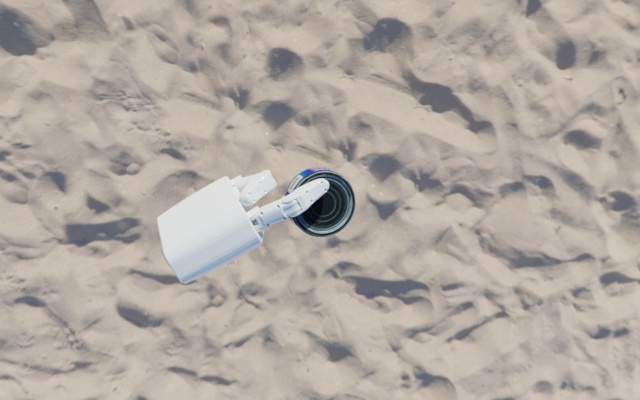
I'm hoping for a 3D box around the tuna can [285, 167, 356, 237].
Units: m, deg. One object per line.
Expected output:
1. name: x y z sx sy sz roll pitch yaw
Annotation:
1. tuna can: 0.000 0.002 0.599 0.086 0.086 0.033 0 10 -16
